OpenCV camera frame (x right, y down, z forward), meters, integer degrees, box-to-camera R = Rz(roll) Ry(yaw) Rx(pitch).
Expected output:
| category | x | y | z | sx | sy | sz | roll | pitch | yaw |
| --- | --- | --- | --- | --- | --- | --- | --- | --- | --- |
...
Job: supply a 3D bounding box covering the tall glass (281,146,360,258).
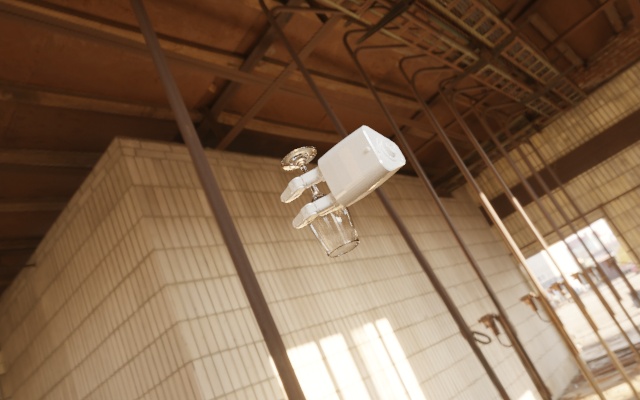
| category | x | y | z | sx | sy | sz | roll | pitch | yaw |
| --- | --- | --- | --- | --- | --- | --- | --- | --- | --- |
| tall glass | 0.000 | 0.002 | 0.874 | 0.079 | 0.201 | 0.079 | -23 | -20 | -9 |
